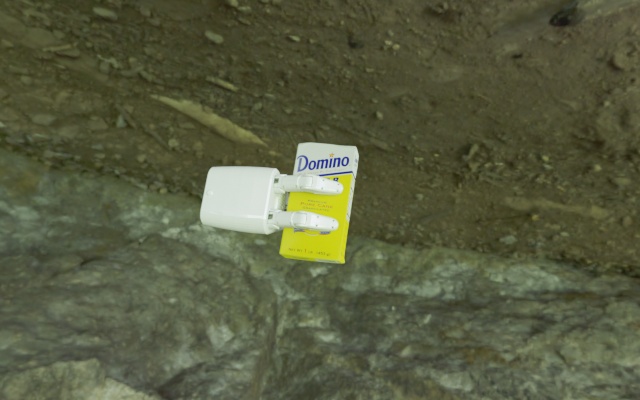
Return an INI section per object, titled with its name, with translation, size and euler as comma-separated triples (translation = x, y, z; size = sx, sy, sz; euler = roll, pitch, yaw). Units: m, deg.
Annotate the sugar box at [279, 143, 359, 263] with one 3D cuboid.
[sugar box]
translation = 0.000, 0.002, 0.718
size = 0.093, 0.176, 0.048
euler = 5, -12, 12
